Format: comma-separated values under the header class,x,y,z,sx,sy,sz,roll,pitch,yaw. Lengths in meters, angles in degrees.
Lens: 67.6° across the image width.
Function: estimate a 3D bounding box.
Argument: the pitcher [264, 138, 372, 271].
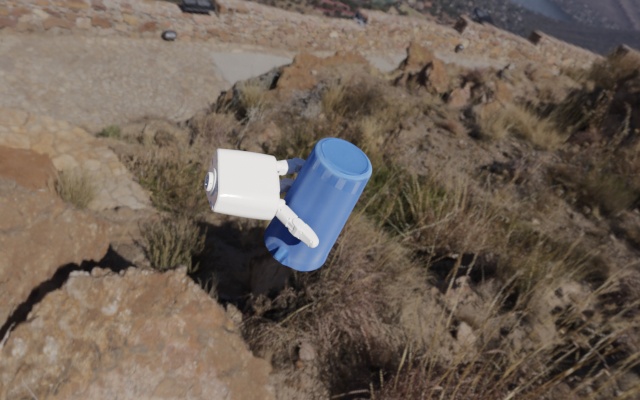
class,x,y,z,sx,sy,sz,roll,pitch,yaw
pitcher,0.000,0.003,0.884,0.145,0.149,0.243,9,-48,-25
